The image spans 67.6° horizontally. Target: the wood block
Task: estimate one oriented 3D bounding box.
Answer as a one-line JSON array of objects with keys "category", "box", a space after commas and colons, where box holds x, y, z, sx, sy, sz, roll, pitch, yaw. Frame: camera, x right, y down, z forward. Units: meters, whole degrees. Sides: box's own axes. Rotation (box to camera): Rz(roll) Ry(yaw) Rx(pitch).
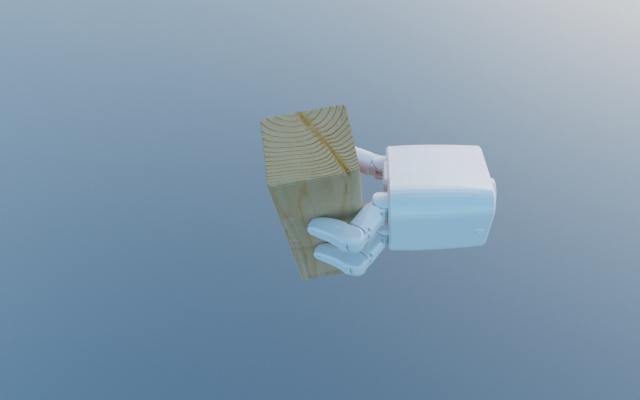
[{"category": "wood block", "box": [0.000, 0.001, 0.546, 0.090, 0.090, 0.206, -10, -35, 1]}]
